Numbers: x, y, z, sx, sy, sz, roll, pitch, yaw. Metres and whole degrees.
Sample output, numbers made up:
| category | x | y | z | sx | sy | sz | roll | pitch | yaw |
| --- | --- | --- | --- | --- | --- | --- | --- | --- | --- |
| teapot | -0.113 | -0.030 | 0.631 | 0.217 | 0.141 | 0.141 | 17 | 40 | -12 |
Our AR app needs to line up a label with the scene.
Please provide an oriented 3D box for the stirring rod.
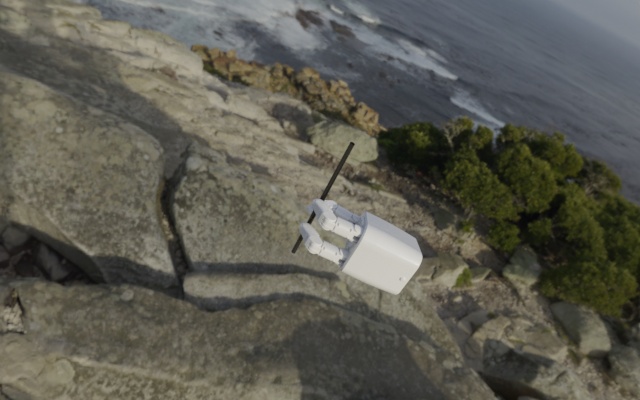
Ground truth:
| category | x | y | z | sx | sy | sz | roll | pitch | yaw |
| --- | --- | --- | --- | --- | --- | --- | --- | --- | --- |
| stirring rod | 0.000 | 0.003 | 0.791 | 0.011 | 0.240 | 0.011 | 20 | 33 | -14 |
